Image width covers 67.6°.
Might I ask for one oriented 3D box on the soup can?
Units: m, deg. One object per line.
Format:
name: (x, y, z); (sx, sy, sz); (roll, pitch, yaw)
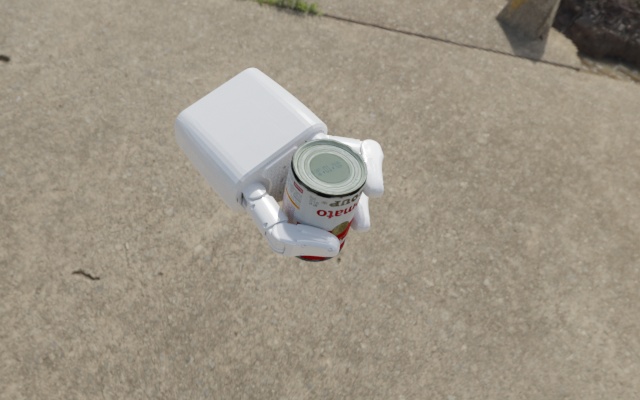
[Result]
soup can: (0.000, 0.002, 0.440); (0.068, 0.068, 0.102); (0, -38, -12)
